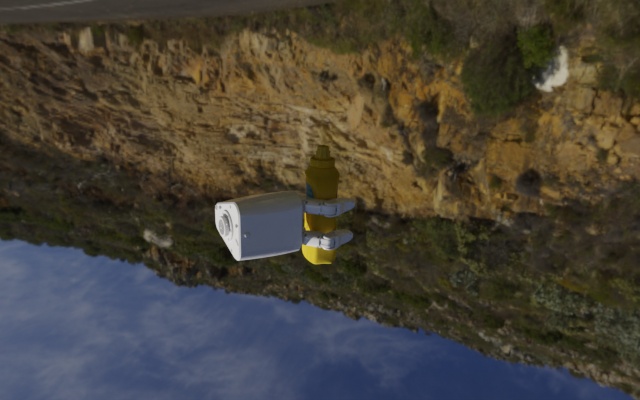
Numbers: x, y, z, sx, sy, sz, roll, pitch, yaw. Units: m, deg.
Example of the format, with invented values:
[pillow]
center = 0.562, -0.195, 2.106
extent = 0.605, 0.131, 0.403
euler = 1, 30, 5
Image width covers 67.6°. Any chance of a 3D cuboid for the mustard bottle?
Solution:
[mustard bottle]
center = 0.000, 0.003, 0.801
extent = 0.058, 0.192, 0.096
euler = -1, 18, -8
